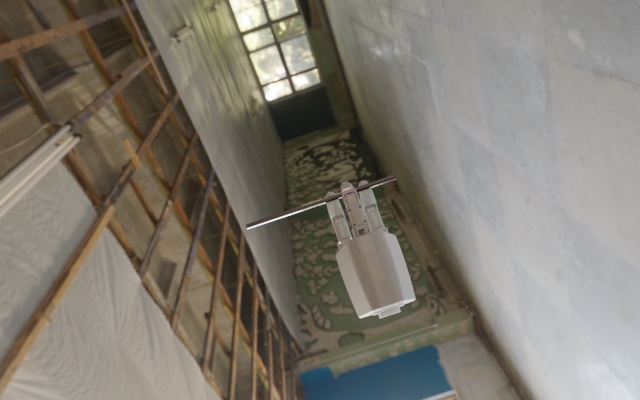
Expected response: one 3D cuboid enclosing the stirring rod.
[{"bbox_3d":[0.000,0.002,0.735,0.239,0.011,0.011,-19,-1,1],"label":"stirring rod"}]
